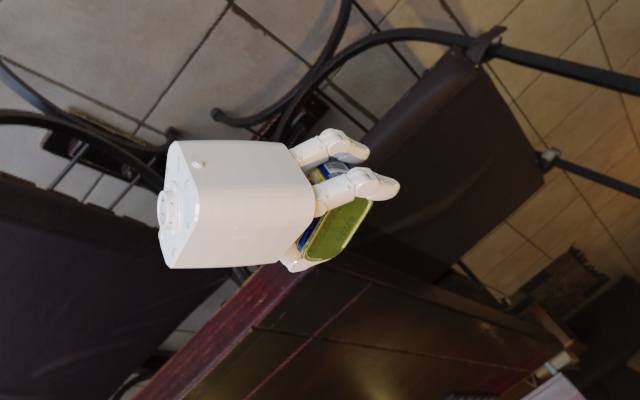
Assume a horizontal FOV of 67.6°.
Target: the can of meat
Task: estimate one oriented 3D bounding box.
[{"bbox_3d":[0.000,0.002,0.504,0.057,0.102,0.084,3,39,-36],"label":"can of meat"}]
